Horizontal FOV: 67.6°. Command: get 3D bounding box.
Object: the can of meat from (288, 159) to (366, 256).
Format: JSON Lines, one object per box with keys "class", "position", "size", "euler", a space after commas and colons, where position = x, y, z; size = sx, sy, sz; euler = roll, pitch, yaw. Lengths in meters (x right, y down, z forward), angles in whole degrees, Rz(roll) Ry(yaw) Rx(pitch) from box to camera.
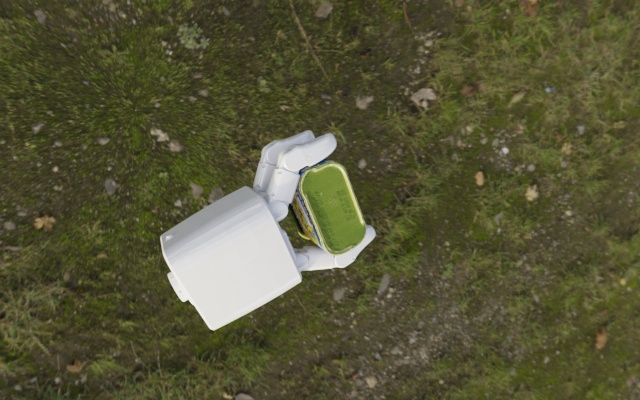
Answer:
{"class": "can of meat", "position": [0.000, 0.002, 0.512], "size": [0.057, 0.102, 0.084], "euler": [-27, 18, -14]}
